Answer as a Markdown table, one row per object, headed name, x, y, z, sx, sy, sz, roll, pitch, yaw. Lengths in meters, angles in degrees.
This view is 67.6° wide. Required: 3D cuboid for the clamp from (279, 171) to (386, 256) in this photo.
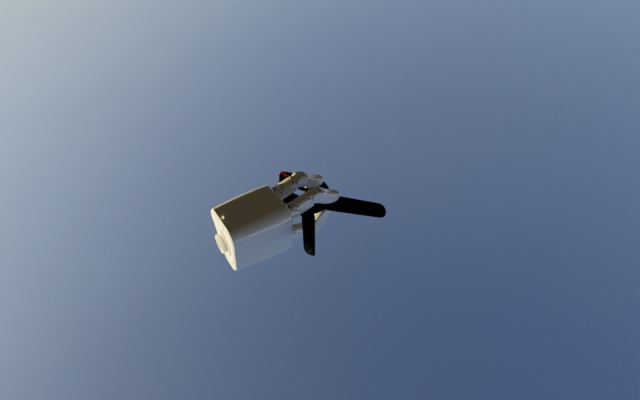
| name | x | y | z | sx | sy | sz | roll | pitch | yaw |
| --- | --- | --- | --- | --- | --- | --- | --- | --- | --- |
| clamp | 0.000 | 0.003 | 0.841 | 0.164 | 0.036 | 0.210 | -20 | 42 | -24 |
